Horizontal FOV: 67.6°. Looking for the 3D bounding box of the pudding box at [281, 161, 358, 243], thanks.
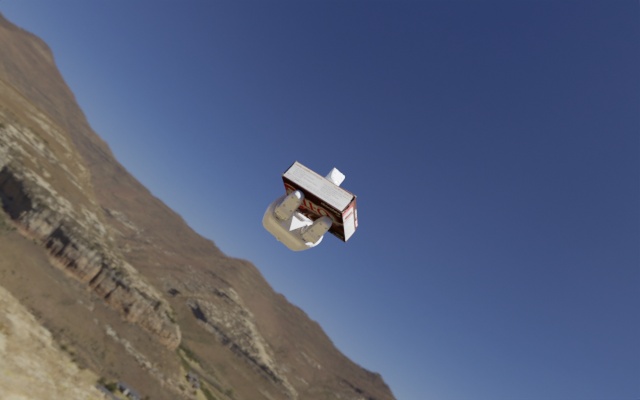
[{"bbox_3d":[0.000,0.002,0.705,0.113,0.039,0.090,29,-23,22],"label":"pudding box"}]
